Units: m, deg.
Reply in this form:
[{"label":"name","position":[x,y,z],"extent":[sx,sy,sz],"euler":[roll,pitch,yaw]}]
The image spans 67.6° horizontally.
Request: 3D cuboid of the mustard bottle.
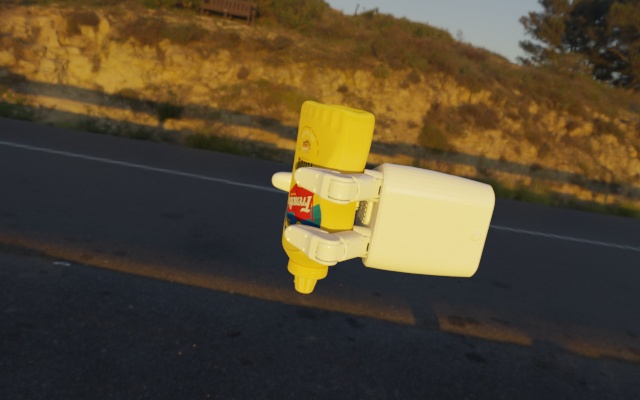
[{"label":"mustard bottle","position":[0.000,0.001,0.477],"extent":[0.058,0.192,0.096],"euler":[3,15,-29]}]
